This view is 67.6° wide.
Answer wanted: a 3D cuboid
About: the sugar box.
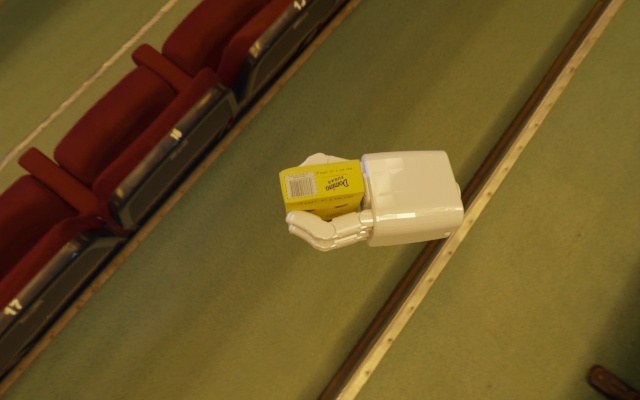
[{"bbox_3d":[0.000,0.002,0.613,0.093,0.048,0.176,-8,-18,-3],"label":"sugar box"}]
